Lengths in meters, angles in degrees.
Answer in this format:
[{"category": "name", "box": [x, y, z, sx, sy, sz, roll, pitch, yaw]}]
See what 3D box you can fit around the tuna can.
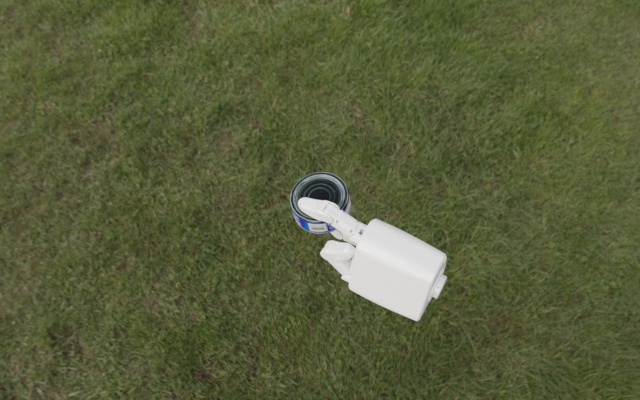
[{"category": "tuna can", "box": [0.000, 0.002, 0.680, 0.086, 0.086, 0.034, 0, -31, 10]}]
